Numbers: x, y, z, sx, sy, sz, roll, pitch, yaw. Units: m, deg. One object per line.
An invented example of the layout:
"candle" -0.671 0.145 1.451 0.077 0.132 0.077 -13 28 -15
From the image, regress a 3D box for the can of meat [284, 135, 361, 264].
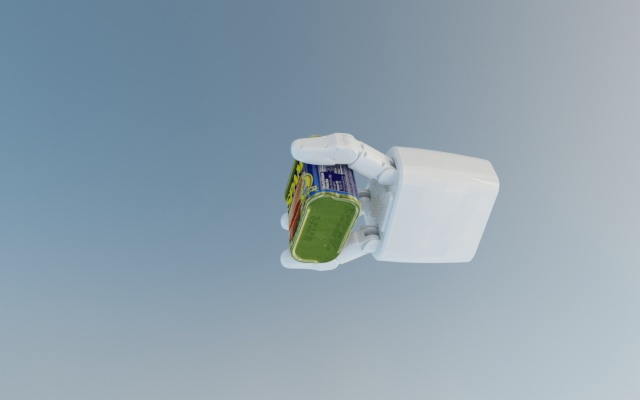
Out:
"can of meat" 0.000 0.002 0.476 0.057 0.083 0.102 7 -46 -14
